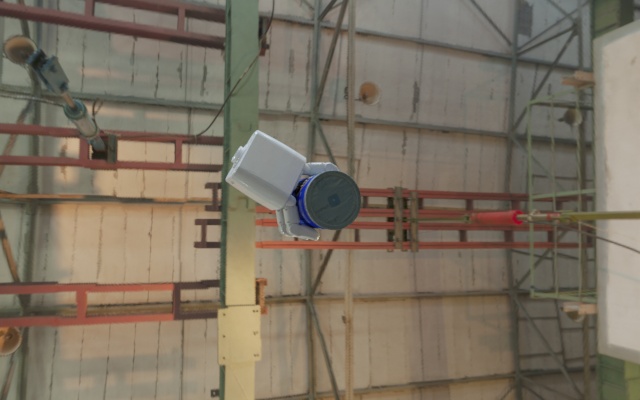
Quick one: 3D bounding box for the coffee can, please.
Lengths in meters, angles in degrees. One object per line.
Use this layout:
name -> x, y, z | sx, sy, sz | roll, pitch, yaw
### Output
coffee can -> 0.000, 0.003, 0.877 | 0.103, 0.103, 0.140 | 0, -3, -20
